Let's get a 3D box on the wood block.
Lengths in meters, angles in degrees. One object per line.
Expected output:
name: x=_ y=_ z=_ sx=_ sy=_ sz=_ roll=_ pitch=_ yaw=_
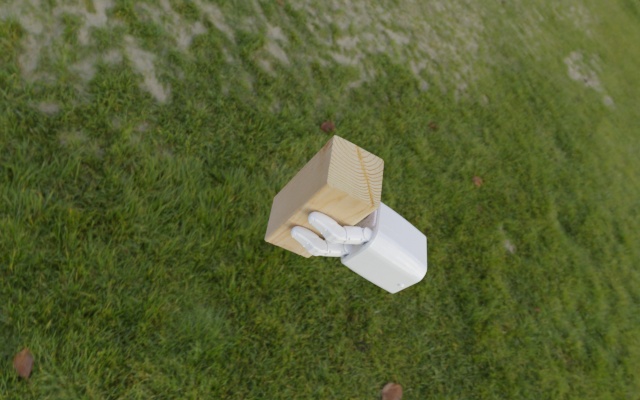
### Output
wood block: x=0.001 y=0.002 z=0.749 sx=0.090 sy=0.090 sz=0.206 roll=24 pitch=-37 yaw=-20
